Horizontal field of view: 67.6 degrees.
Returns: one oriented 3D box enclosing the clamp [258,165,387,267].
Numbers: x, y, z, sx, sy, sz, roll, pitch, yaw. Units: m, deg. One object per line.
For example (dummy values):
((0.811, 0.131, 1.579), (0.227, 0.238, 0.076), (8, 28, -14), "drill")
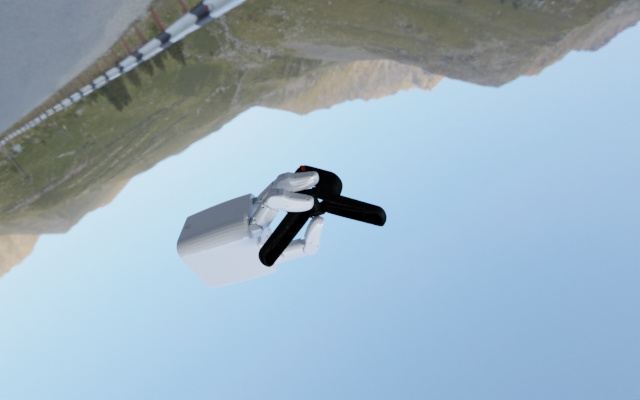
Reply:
((0.000, 0.003, 0.659), (0.164, 0.036, 0.209), (-16, 29, 8), "clamp")
